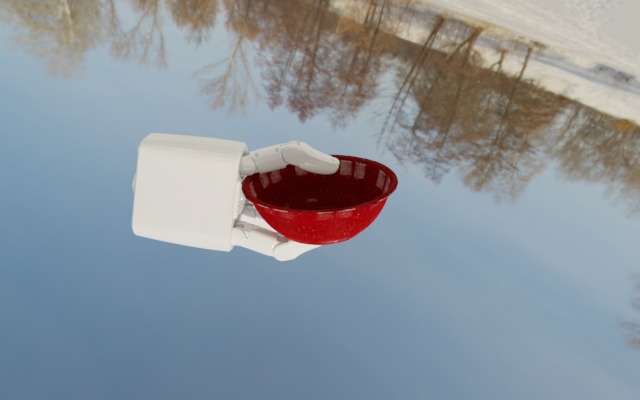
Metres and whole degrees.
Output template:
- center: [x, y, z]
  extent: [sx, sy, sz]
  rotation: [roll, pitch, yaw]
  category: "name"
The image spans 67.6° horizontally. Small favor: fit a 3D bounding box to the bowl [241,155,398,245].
- center: [0.001, 0.002, 0.505]
  extent: [0.162, 0.055, 0.162]
  rotation: [-3, 24, 1]
  category: "bowl"
